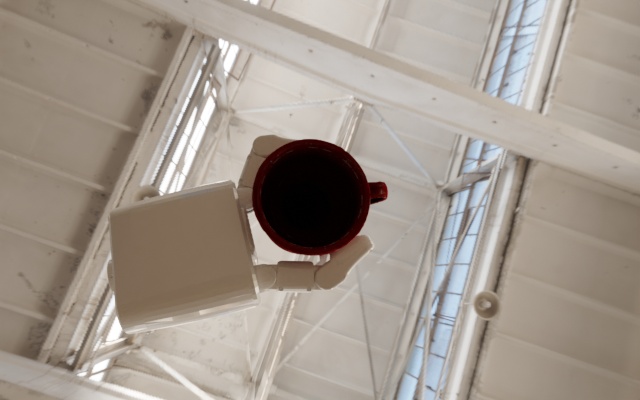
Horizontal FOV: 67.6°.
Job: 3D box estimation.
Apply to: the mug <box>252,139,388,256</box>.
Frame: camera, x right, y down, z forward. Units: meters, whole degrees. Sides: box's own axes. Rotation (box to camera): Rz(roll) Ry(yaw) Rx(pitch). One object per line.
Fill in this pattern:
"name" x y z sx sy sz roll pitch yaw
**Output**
"mug" 0.001 0.001 0.412 0.117 0.093 0.081 -11 -9 -9
